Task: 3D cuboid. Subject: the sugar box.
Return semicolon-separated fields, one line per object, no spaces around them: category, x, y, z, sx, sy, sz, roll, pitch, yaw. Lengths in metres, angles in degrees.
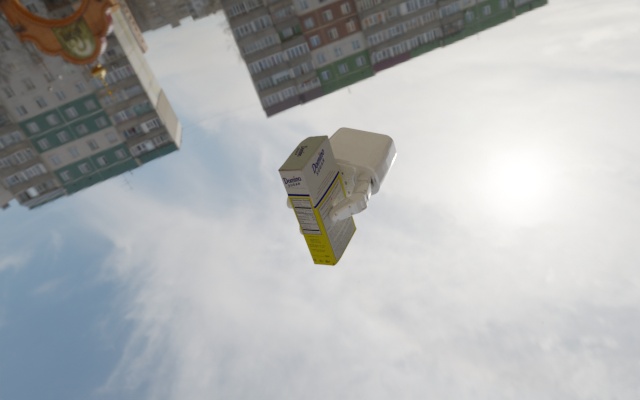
sugar box;0.000;0.002;0.707;0.048;0.176;0.093;-1;36;30
